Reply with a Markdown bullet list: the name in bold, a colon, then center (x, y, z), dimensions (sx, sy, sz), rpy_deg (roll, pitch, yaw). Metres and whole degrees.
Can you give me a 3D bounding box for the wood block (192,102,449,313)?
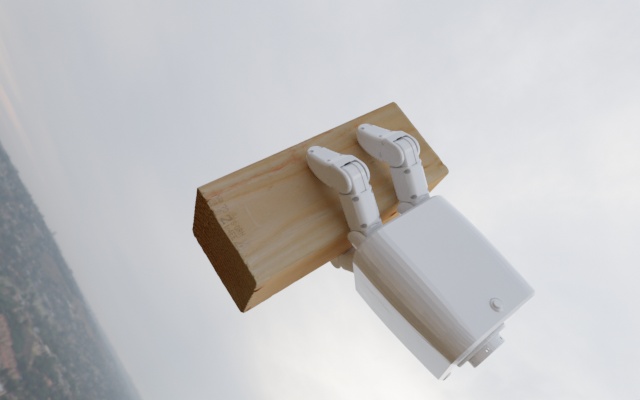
- **wood block**: center (0.000, 0.002, 0.430), dimensions (0.206, 0.090, 0.091), rpy_deg (-27, -16, -28)
